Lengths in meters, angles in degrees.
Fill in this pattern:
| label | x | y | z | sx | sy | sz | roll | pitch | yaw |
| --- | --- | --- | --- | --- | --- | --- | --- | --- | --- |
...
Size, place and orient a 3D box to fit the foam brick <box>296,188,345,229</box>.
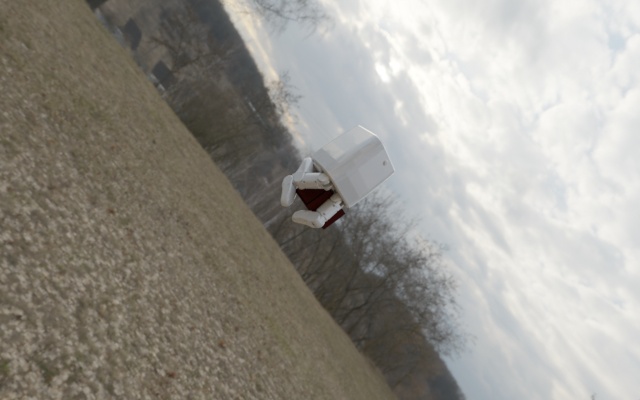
| label | x | y | z | sx | sy | sz | roll | pitch | yaw |
| --- | --- | --- | --- | --- | --- | --- | --- | --- | --- |
| foam brick | 0.000 | 0.003 | 0.857 | 0.051 | 0.078 | 0.053 | -36 | 45 | -3 |
